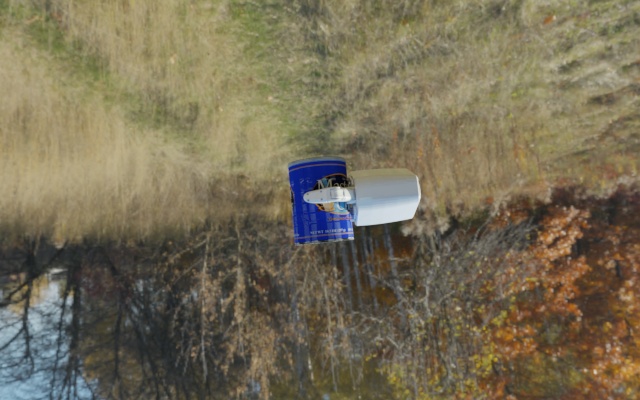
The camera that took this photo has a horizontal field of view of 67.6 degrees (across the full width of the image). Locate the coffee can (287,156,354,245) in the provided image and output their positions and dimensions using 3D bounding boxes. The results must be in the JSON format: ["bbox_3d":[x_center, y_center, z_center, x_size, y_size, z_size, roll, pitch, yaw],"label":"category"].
[{"bbox_3d":[0.000,0.003,0.824,0.103,0.140,0.103,-5,-5,-1],"label":"coffee can"}]
